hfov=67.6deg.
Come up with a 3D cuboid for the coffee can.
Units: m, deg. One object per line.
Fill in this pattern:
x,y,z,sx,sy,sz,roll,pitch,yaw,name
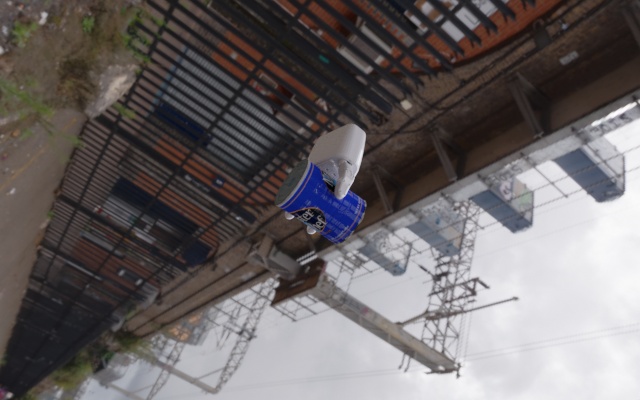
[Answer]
0.000,0.003,0.894,0.140,0.103,0.103,35,-12,-17,coffee can
